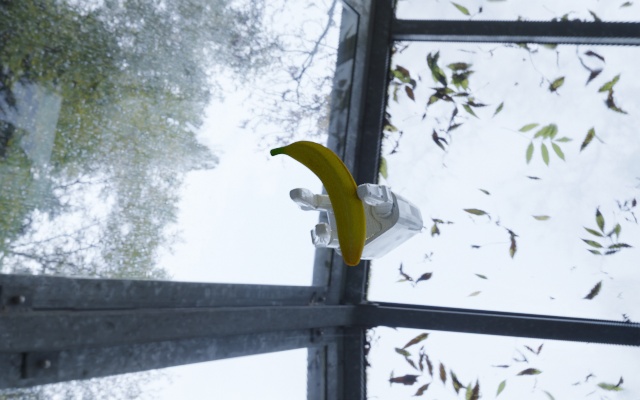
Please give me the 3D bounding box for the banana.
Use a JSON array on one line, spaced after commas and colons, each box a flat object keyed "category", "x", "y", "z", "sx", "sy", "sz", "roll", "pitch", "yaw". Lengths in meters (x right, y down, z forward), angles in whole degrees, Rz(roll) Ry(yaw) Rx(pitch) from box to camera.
[{"category": "banana", "x": 0.012, "y": -0.013, "z": 0.596, "sx": 0.069, "sy": 0.197, "sz": 0.037, "roll": -43, "pitch": -28, "yaw": 14}]
